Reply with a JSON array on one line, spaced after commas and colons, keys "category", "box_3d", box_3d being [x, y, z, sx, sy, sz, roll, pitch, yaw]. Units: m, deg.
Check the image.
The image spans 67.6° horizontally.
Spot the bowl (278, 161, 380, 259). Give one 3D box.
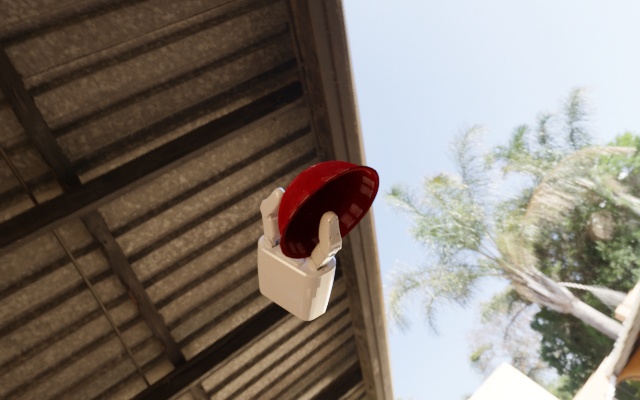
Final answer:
[{"category": "bowl", "box_3d": [0.000, 0.001, 0.631, 0.162, 0.162, 0.055, 0, 41, -52]}]
